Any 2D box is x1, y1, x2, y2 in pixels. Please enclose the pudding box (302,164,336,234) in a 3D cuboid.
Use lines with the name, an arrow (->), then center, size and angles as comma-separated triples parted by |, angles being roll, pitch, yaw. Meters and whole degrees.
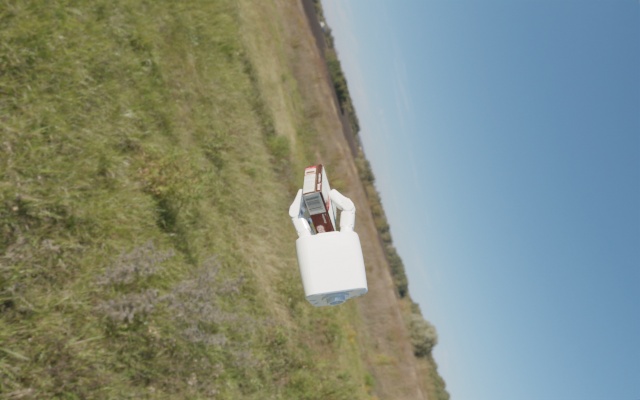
pudding box -> 0.000, 0.003, 0.896 | 0.039, 0.114, 0.090 | -10, 37, 9
